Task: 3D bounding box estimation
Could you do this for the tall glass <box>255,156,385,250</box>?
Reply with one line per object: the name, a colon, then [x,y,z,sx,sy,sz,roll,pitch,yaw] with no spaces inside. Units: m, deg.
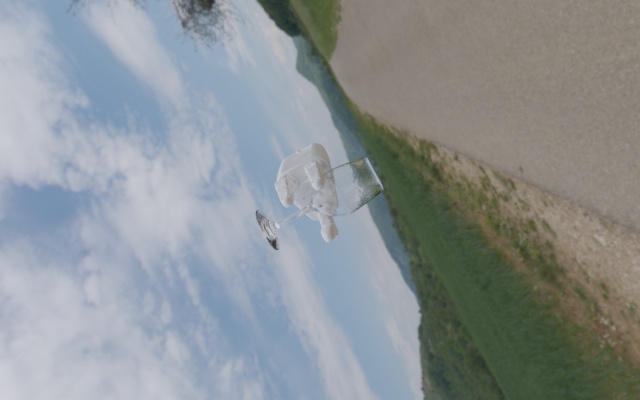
tall glass: [0.000,0.003,0.769,0.201,0.079,0.079,-28,-4,8]
